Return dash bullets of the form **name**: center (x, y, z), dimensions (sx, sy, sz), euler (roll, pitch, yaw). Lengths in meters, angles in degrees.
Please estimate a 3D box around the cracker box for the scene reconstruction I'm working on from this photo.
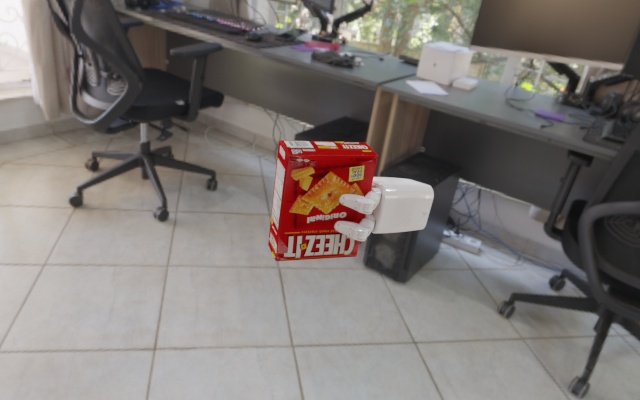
- **cracker box**: center (0.000, 0.003, 0.861), dimensions (0.164, 0.214, 0.072), euler (-1, 28, -18)
